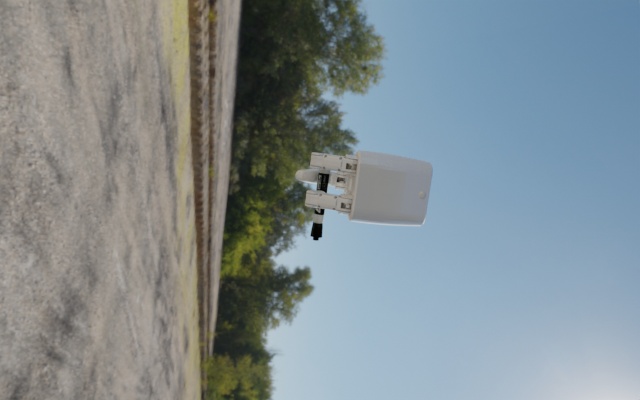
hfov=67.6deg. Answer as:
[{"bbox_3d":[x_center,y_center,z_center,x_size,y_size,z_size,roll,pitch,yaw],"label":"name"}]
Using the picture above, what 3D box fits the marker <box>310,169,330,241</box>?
[{"bbox_3d":[0.000,0.002,0.734,0.020,0.121,0.020,7,8,-1],"label":"marker"}]
